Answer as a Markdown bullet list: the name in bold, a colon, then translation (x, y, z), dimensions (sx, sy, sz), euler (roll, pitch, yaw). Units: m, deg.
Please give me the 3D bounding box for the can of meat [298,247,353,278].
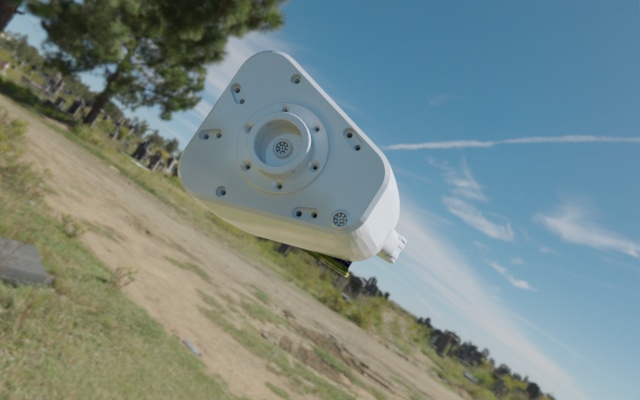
- **can of meat**: translation (0.000, 0.001, 0.401), dimensions (0.102, 0.084, 0.057), euler (31, -5, 19)
